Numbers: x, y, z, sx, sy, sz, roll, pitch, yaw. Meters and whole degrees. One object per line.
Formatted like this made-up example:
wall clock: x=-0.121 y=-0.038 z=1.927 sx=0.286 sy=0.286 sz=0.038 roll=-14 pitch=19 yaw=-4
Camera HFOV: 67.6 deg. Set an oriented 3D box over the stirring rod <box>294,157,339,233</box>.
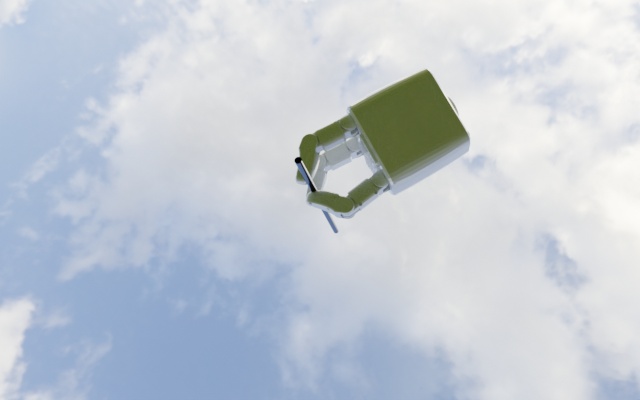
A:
stirring rod: x=0.000 y=0.002 z=0.599 sx=0.011 sy=0.011 sz=0.240 roll=0 pitch=-21 yaw=12
